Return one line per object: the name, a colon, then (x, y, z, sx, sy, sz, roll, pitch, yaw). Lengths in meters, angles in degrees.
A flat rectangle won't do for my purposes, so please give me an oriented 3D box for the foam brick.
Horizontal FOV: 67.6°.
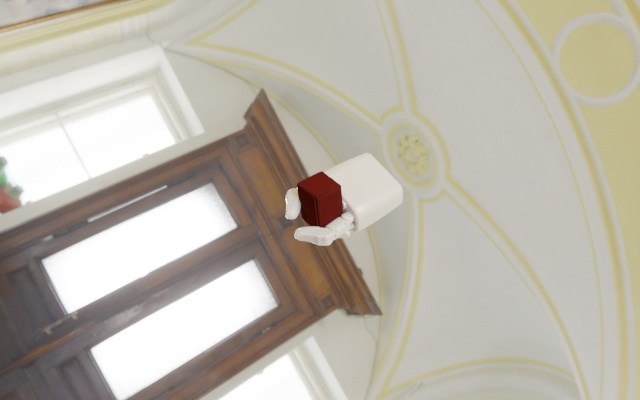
foam brick: (0.000, 0.002, 0.772, 0.051, 0.078, 0.053, -28, 46, -24)
